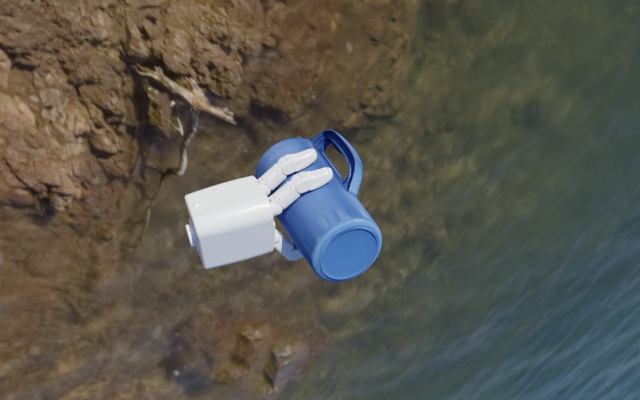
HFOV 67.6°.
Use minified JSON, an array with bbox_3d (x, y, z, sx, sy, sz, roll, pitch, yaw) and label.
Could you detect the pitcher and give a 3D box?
[{"bbox_3d":[0.000,0.003,0.739,0.145,0.149,0.242,-15,37,-17],"label":"pitcher"}]
